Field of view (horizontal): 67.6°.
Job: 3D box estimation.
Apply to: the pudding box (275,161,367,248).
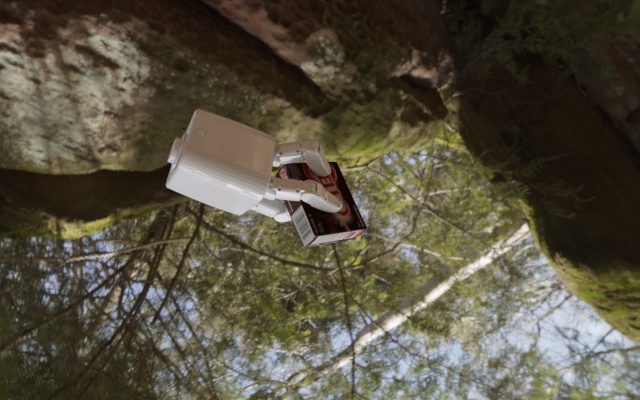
[{"bbox_3d":[0.000,0.002,0.639,0.090,0.113,0.039,-6,-25,-37],"label":"pudding box"}]
